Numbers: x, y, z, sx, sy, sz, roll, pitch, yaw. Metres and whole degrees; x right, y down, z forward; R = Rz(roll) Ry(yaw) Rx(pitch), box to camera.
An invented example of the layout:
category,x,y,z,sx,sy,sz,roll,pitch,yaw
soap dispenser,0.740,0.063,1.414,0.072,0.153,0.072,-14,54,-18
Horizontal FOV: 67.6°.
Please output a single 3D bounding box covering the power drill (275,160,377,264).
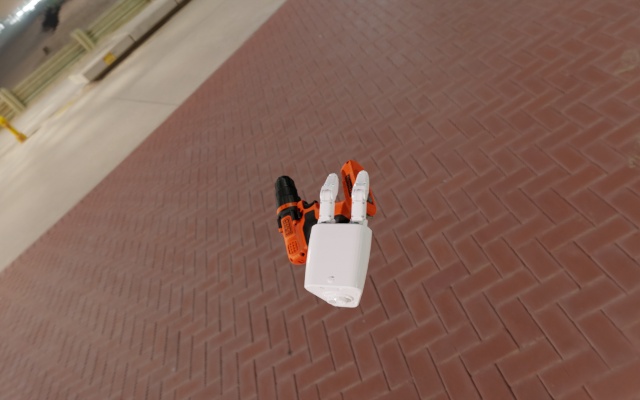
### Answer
category,x,y,z,sx,sy,sz,roll,pitch,yaw
power drill,0.001,0.003,0.872,0.188,0.184,0.057,-30,-30,27
